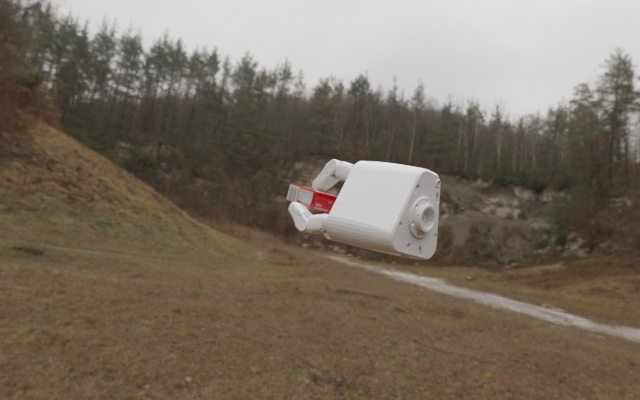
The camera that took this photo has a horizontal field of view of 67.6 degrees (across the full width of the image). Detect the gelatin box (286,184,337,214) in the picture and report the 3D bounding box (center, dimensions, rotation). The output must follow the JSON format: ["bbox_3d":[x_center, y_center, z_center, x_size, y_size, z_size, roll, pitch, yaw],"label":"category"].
[{"bbox_3d":[0.000,0.002,0.711,0.073,0.030,0.089,15,2,-29],"label":"gelatin box"}]
